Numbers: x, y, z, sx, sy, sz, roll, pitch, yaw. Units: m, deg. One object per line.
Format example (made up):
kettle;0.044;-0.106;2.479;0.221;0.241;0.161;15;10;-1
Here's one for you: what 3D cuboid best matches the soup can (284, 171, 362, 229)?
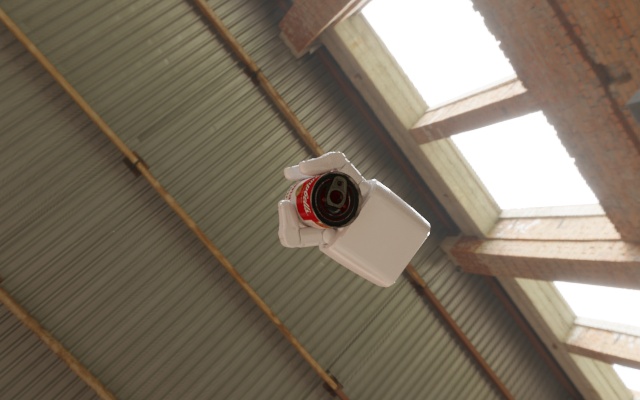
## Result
soup can;0.000;0.002;0.611;0.068;0.068;0.102;0;-3;-23
